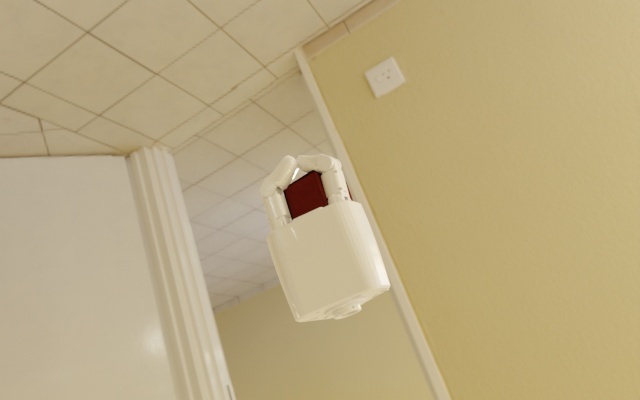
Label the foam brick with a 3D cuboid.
[{"bbox_3d":[0.000,0.002,0.600,0.053,0.051,0.078,-31,-24,27],"label":"foam brick"}]
